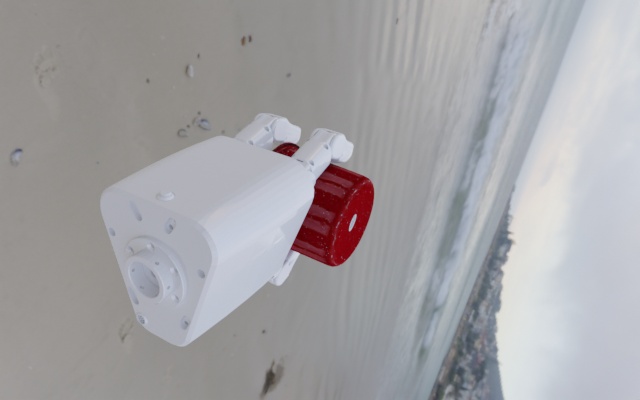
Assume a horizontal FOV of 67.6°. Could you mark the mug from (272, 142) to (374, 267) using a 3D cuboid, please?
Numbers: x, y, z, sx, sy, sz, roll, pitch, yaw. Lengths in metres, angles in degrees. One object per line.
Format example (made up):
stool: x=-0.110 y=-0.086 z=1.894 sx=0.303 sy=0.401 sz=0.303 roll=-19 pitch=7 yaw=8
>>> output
mug: x=0.001 y=0.001 z=0.424 sx=0.081 sy=0.093 sz=0.117 roll=22 pitch=33 yaw=22
